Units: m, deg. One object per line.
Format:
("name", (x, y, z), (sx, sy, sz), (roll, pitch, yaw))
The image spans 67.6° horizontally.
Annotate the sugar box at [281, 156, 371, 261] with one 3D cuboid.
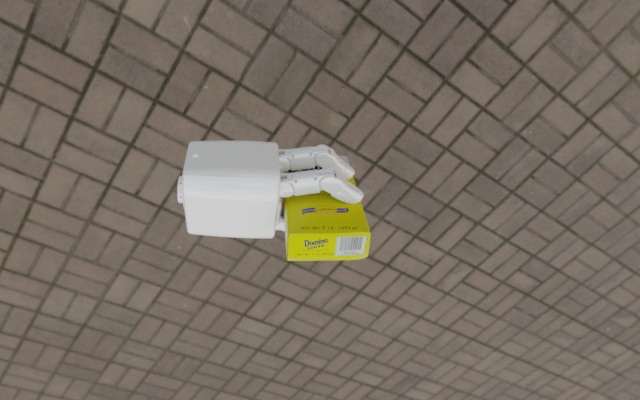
("sugar box", (0.000, 0.002, 0.593), (0.093, 0.048, 0.176), (0, 36, -8))
